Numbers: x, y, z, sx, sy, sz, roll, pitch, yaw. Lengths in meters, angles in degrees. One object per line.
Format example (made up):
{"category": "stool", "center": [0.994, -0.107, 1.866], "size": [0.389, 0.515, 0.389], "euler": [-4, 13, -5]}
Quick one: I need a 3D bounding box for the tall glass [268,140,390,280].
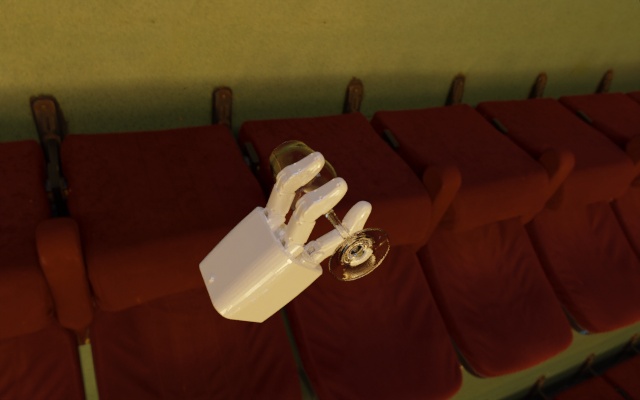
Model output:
{"category": "tall glass", "center": [0.001, 0.002, 0.584], "size": [0.079, 0.079, 0.201], "euler": [0, 36, -32]}
